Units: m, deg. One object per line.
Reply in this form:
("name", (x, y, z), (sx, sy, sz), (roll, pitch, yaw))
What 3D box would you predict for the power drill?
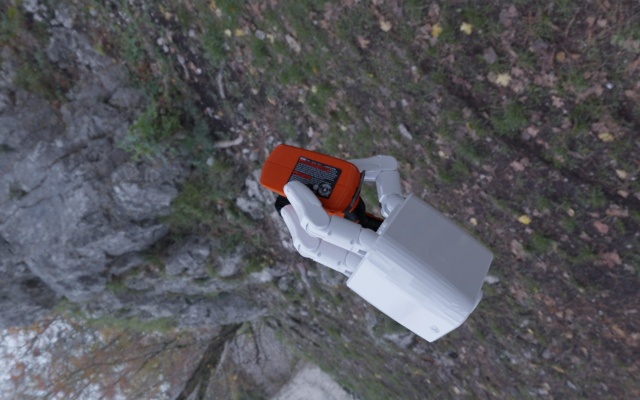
("power drill", (0.000, 0.002, 0.571), (0.184, 0.057, 0.188), (17, -14, 23))
